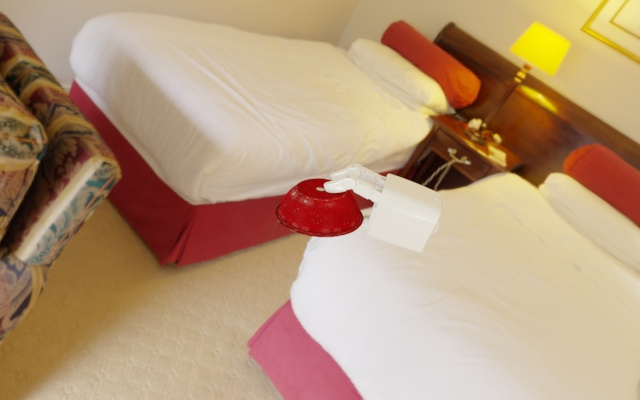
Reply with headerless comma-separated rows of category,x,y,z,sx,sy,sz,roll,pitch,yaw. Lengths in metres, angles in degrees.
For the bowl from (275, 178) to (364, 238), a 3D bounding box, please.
bowl,-0.001,0.002,0.858,0.162,0.055,0.162,4,26,-2
